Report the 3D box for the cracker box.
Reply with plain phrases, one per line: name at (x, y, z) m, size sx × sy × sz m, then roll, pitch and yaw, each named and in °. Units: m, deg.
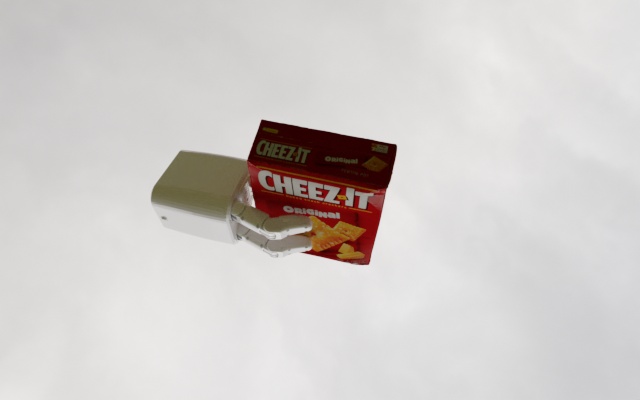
cracker box at (0.000, 0.002, 0.624) m, size 0.164 × 0.072 × 0.214 m, roll 11°, pitch -31°, yaw 6°
